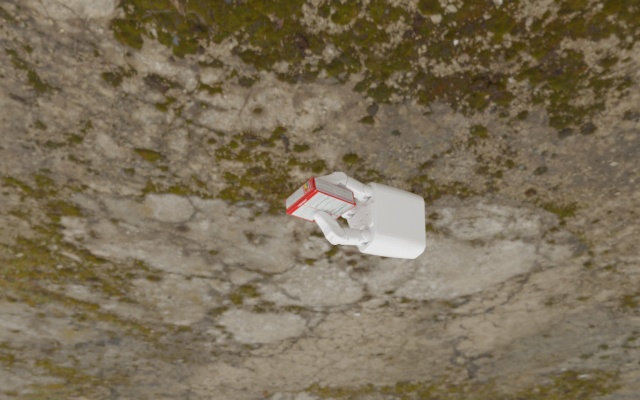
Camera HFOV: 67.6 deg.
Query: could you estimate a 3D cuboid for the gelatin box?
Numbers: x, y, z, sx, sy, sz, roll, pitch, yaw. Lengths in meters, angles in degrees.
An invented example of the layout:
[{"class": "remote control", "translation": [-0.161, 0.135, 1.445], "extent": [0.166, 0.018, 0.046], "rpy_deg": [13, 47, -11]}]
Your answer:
[{"class": "gelatin box", "translation": [0.000, 0.003, 0.763], "extent": [0.089, 0.030, 0.073], "rpy_deg": [19, -42, -37]}]
